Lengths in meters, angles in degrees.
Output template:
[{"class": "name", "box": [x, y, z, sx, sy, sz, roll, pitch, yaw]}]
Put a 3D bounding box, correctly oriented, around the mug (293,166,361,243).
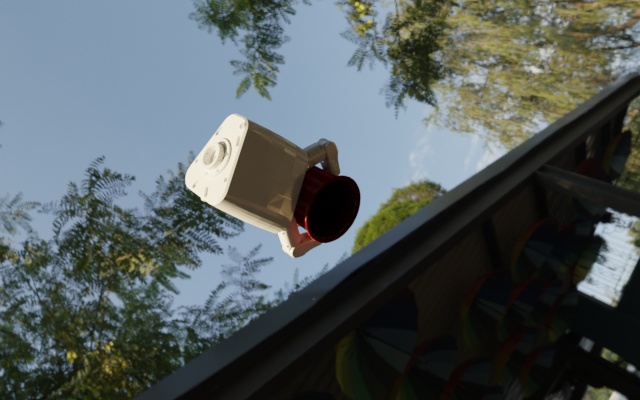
[{"class": "mug", "box": [0.001, 0.002, 0.646, 0.081, 0.093, 0.117, 29, 2, 44]}]
